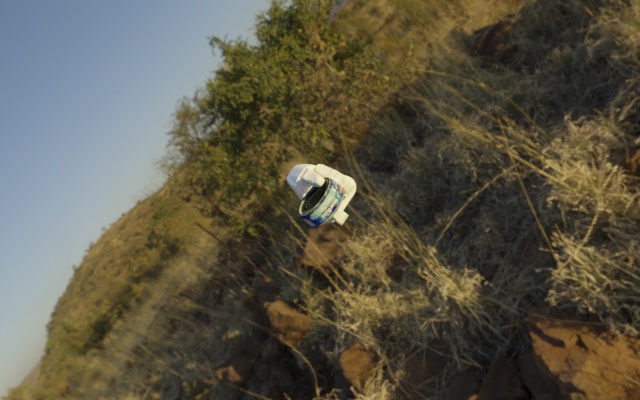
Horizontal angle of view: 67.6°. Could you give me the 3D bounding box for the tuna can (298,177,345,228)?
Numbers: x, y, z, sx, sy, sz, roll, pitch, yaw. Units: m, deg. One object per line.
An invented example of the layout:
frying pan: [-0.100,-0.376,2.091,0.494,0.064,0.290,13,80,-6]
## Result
tuna can: [0.000,0.002,0.808,0.034,0.086,0.086,38,-15,-20]
